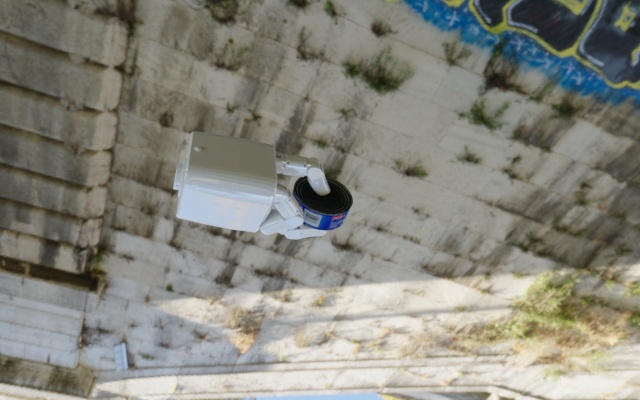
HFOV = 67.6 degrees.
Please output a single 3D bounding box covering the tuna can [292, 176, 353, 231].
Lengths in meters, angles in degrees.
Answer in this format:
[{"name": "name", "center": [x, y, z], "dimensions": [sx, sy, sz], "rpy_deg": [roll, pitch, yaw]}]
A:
[{"name": "tuna can", "center": [0.000, 0.003, 0.674], "dimensions": [0.086, 0.034, 0.086], "rpy_deg": [12, 38, -10]}]
